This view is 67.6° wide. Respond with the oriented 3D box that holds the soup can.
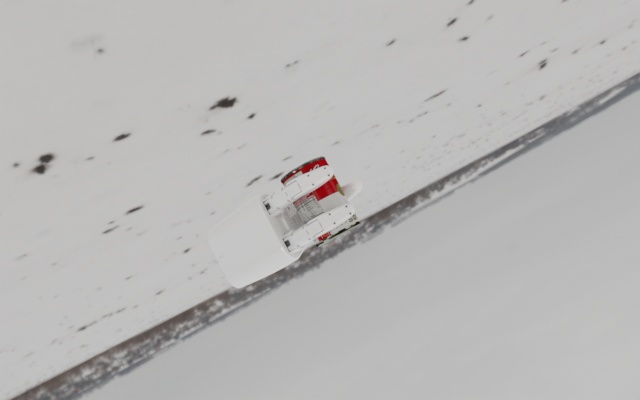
[{"bbox_3d":[0.001,0.002,0.634,0.068,0.102,0.068,-28,-6,-3],"label":"soup can"}]
